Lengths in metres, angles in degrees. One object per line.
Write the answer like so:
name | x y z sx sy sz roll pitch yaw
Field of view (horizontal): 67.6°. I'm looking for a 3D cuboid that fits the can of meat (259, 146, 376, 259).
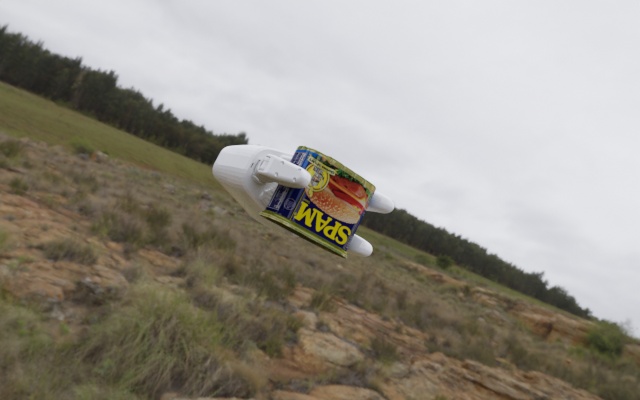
can of meat | 0.000 0.001 0.507 0.102 0.084 0.057 31 -9 -28
